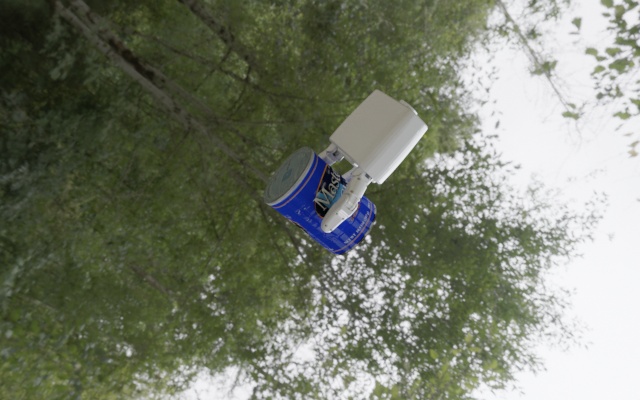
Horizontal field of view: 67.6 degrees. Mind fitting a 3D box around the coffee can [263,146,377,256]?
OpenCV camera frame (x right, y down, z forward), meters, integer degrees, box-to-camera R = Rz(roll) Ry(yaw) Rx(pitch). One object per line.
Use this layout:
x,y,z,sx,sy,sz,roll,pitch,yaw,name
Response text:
0.000,0.002,0.718,0.140,0.102,0.103,39,-18,-24,coffee can
